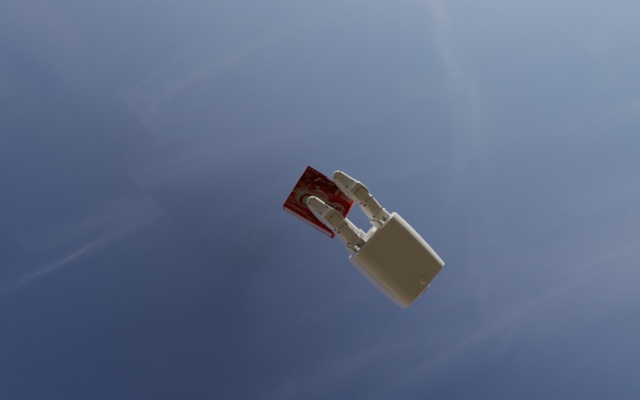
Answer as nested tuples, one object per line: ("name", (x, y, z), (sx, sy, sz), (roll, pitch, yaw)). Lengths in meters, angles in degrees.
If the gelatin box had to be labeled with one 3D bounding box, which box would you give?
("gelatin box", (0.000, 0.002, 0.707), (0.089, 0.073, 0.030), (30, -15, 4))
